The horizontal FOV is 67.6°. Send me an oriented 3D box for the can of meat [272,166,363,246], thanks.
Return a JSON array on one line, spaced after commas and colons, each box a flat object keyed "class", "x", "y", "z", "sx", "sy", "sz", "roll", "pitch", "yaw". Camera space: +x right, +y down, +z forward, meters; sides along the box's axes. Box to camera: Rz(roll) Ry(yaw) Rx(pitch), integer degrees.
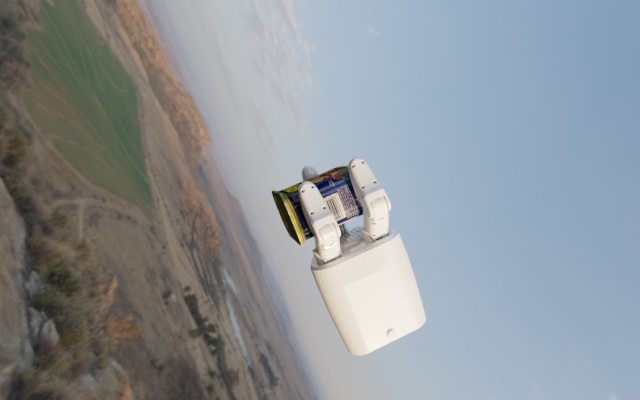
[{"class": "can of meat", "x": 0.000, "y": 0.001, "z": 0.512, "sx": 0.084, "sy": 0.057, "sz": 0.102, "roll": -23, "pitch": 8, "yaw": -10}]
